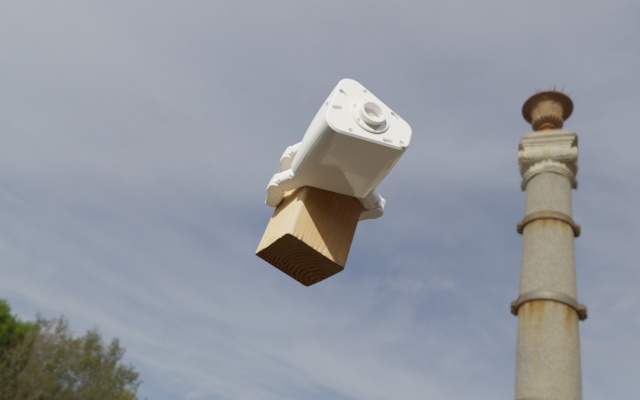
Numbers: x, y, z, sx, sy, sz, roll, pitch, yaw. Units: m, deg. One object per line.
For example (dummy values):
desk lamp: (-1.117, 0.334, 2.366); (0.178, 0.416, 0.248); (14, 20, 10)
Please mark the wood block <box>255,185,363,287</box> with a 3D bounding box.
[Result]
wood block: (0.001, 0.002, 0.668); (0.091, 0.206, 0.090); (35, -40, -18)
